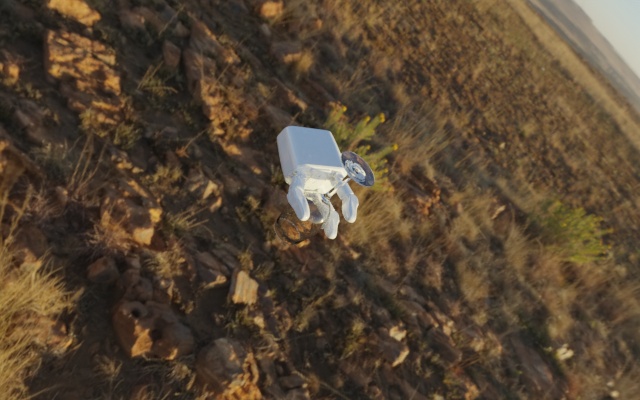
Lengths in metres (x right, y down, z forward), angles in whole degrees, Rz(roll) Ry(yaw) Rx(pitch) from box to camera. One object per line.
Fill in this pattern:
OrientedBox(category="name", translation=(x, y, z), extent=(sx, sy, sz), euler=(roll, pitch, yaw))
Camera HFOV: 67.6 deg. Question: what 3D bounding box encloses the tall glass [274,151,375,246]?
OrientedBox(category="tall glass", translation=(0.001, 0.002, 0.841), extent=(0.079, 0.079, 0.201), euler=(0, -34, -49))
